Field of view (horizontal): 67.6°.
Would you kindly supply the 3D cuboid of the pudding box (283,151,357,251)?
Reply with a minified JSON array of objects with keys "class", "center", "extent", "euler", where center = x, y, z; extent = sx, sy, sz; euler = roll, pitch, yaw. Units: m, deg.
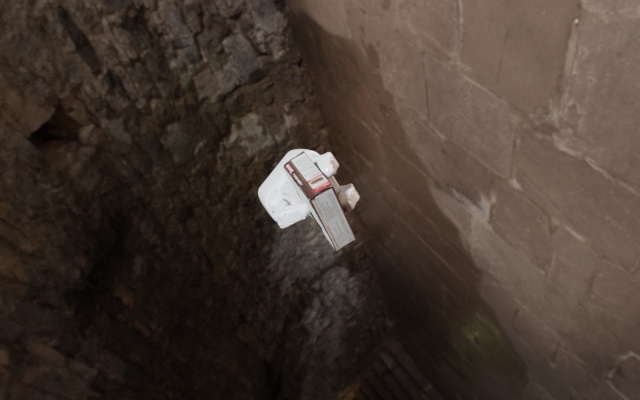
[{"class":"pudding box","center":[0.000,0.002,0.642],"extent":[0.039,0.114,0.090],"euler":[-34,44,-5]}]
